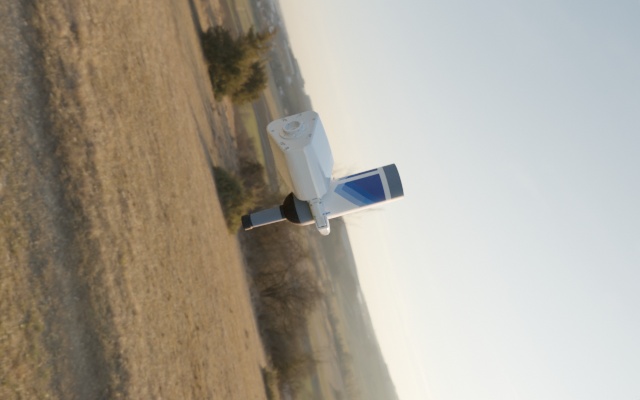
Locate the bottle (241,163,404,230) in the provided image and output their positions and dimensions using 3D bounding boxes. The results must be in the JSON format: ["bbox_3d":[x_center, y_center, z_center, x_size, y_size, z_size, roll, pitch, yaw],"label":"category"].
[{"bbox_3d":[0.000,0.003,0.870,0.296,0.069,0.069,-15,-1,3],"label":"bottle"}]
